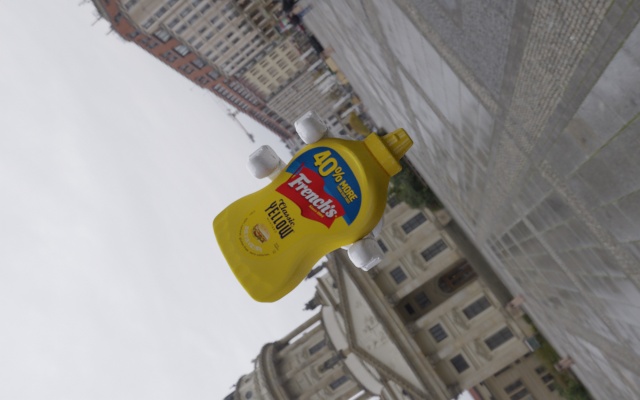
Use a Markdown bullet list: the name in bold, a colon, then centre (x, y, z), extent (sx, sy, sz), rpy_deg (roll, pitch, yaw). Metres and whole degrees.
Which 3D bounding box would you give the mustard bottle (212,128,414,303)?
- **mustard bottle**: centre (0.000, 0.002, 0.425), extent (0.191, 0.096, 0.058), rpy_deg (-37, -23, 10)
